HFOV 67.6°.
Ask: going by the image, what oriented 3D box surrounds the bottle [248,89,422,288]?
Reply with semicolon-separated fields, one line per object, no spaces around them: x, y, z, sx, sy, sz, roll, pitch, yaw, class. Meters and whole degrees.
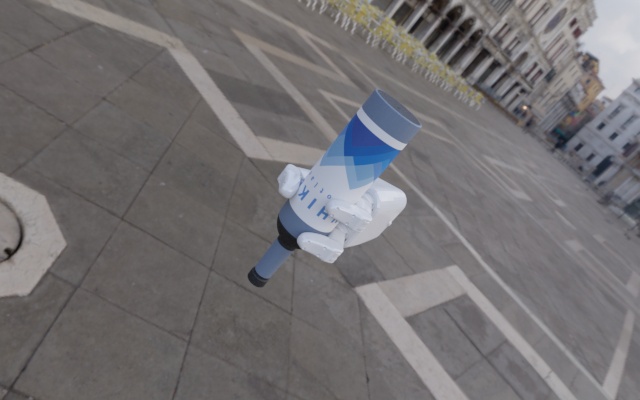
0.000;0.002;0.584;0.069;0.296;0.069;33;24;-16;bottle
